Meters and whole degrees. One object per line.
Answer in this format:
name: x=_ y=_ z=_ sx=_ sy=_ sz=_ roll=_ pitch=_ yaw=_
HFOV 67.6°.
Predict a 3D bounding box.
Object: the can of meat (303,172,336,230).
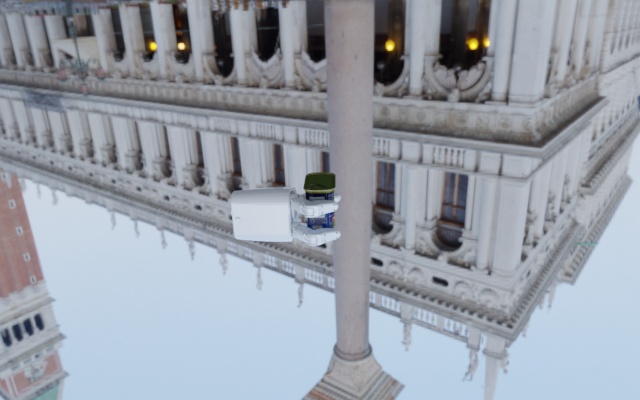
can of meat: x=0.000 y=0.003 z=0.882 sx=0.057 sy=0.084 sz=0.102 roll=-1 pitch=21 yaw=2
